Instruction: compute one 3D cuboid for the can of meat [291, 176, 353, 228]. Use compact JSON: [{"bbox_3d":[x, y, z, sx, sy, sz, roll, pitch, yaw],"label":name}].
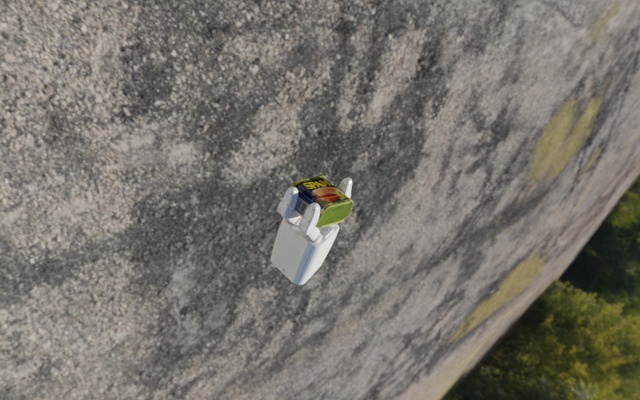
[{"bbox_3d":[0.000,0.003,0.888,0.084,0.057,0.102,40,31,27],"label":"can of meat"}]
